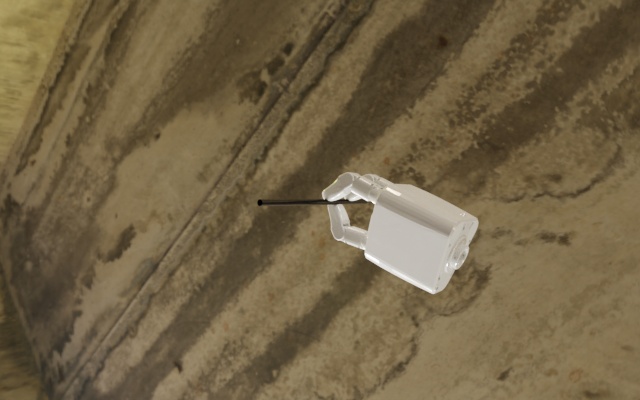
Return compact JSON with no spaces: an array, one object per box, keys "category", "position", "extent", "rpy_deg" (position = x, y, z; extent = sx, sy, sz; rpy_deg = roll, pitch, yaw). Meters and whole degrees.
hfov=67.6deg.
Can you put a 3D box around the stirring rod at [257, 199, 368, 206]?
[{"category":"stirring rod","position":[0.000,0.002,0.648],"extent":[0.011,0.011,0.239],"rpy_deg":[0,0,36]}]
